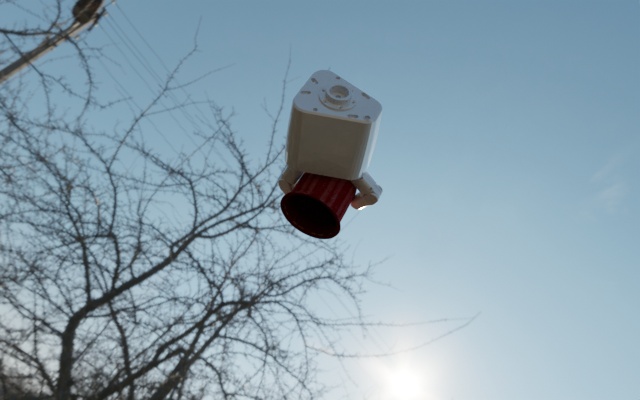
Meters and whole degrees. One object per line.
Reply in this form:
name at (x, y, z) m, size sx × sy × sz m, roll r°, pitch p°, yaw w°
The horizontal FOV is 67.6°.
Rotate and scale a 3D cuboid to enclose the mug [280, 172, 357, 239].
mug at (0.000, 0.003, 0.696) m, size 0.093 × 0.081 × 0.117 m, roll 25°, pitch -37°, yaw 9°
